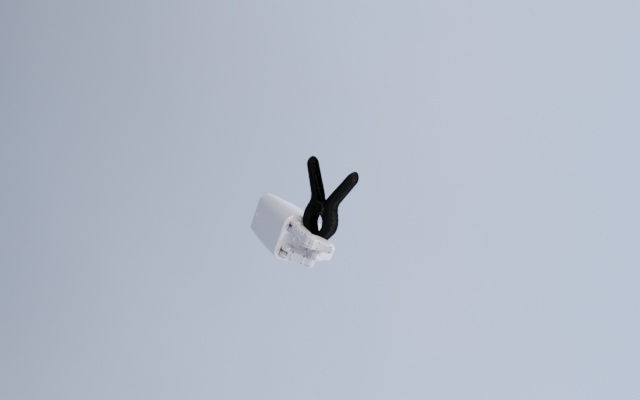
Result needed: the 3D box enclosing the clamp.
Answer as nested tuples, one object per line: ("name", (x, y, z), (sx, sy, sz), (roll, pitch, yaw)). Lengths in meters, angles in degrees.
("clamp", (0.001, 0.003, 0.889), (0.039, 0.171, 0.120), (5, 24, -43))
